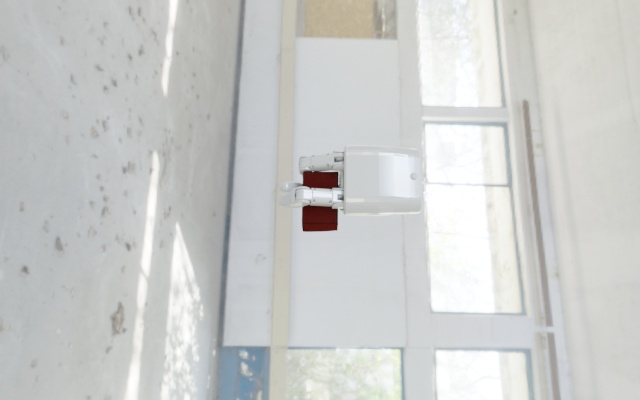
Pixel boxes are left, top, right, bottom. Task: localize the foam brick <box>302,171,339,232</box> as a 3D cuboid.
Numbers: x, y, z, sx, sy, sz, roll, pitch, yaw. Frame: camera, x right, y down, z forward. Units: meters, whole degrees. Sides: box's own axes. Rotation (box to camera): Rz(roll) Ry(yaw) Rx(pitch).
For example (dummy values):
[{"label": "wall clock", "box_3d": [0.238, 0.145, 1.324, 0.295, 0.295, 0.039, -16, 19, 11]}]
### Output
[{"label": "foam brick", "box_3d": [0.000, 0.003, 0.682, 0.051, 0.078, 0.053, 1, -15, 0]}]
